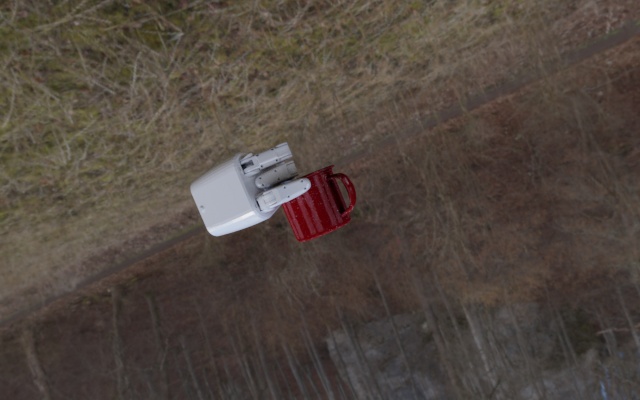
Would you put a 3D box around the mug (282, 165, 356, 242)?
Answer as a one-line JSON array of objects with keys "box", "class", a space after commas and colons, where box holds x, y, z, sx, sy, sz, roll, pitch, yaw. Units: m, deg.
[{"box": [0.001, 0.002, 0.650, 0.117, 0.081, 0.093, -21, 2, 36], "class": "mug"}]
